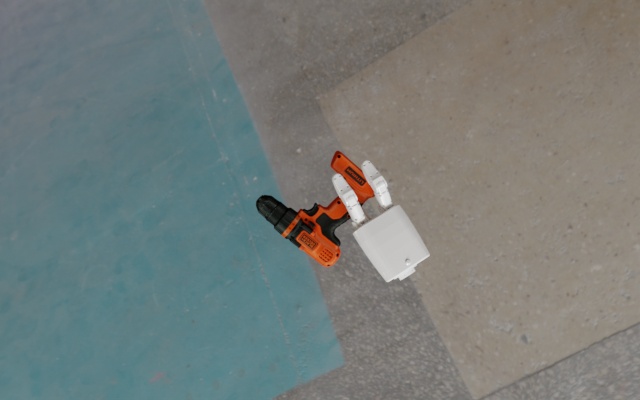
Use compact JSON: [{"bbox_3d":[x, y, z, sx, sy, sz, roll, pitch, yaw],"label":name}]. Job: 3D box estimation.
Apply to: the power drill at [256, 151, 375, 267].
[{"bbox_3d":[0.001,0.003,0.872,0.184,0.187,0.057,39,9,-7],"label":"power drill"}]
